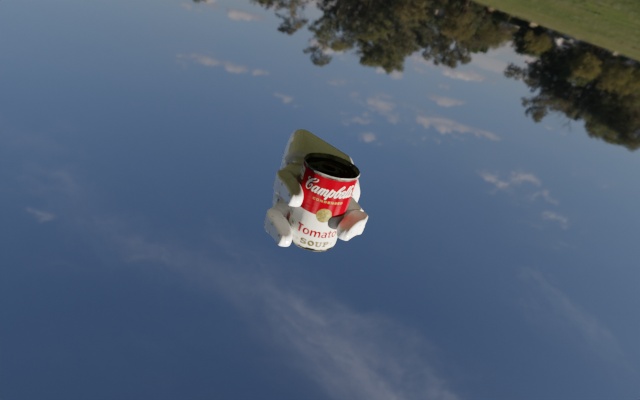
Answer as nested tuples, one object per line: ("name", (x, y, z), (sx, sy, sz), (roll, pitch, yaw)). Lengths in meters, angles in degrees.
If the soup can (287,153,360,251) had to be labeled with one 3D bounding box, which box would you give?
("soup can", (0.000, 0.002, 0.579), (0.068, 0.102, 0.068), (14, 26, -7))
